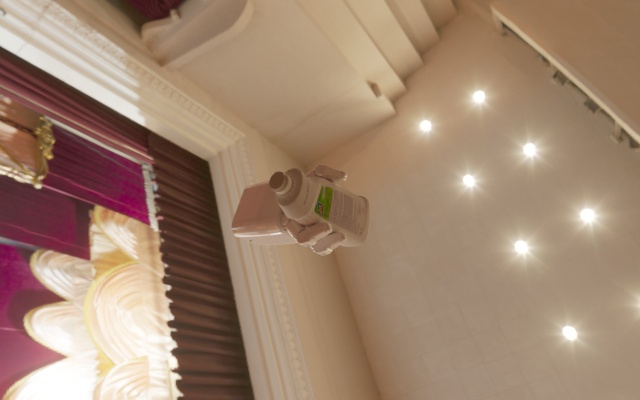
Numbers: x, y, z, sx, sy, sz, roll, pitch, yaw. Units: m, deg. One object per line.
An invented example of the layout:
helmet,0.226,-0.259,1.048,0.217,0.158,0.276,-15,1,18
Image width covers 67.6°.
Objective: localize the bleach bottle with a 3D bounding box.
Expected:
bleach bottle,0.000,0.003,0.806,0.068,0.102,0.251,-7,-22,30
